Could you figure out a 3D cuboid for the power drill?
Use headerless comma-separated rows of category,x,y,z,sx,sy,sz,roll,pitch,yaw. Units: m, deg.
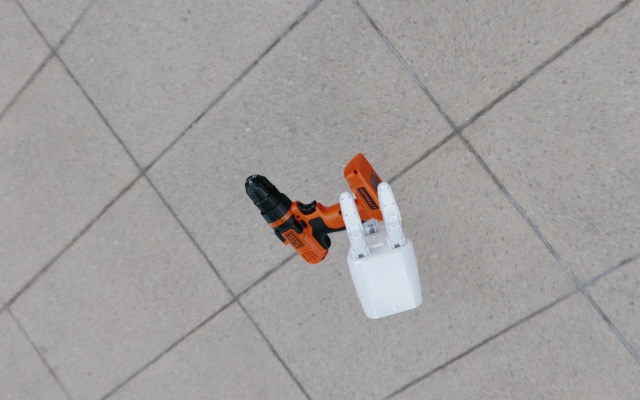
power drill,0.001,0.002,0.727,0.188,0.184,0.057,-26,29,28
